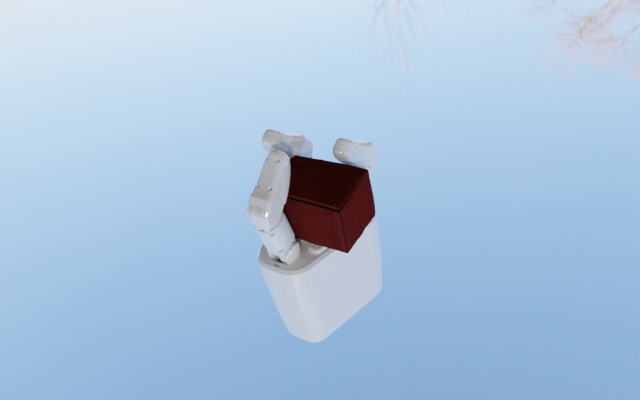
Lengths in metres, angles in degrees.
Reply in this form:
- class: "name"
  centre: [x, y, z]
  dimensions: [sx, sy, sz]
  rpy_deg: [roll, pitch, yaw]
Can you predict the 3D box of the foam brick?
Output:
- class: "foam brick"
  centre: [0.000, 0.001, 0.406]
  dimensions: [0.078, 0.051, 0.053]
  rpy_deg: [14, 48, 31]
